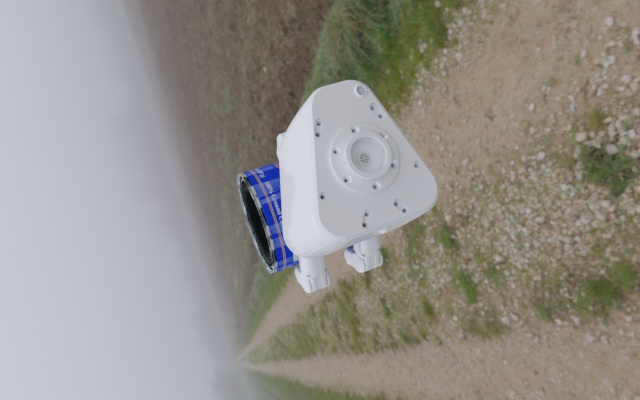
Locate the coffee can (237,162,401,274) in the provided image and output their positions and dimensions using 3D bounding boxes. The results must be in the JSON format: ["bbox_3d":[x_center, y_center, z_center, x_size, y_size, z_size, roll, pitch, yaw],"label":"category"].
[{"bbox_3d":[0.000,0.001,0.477,0.140,0.103,0.103,-19,5,-16],"label":"coffee can"}]
